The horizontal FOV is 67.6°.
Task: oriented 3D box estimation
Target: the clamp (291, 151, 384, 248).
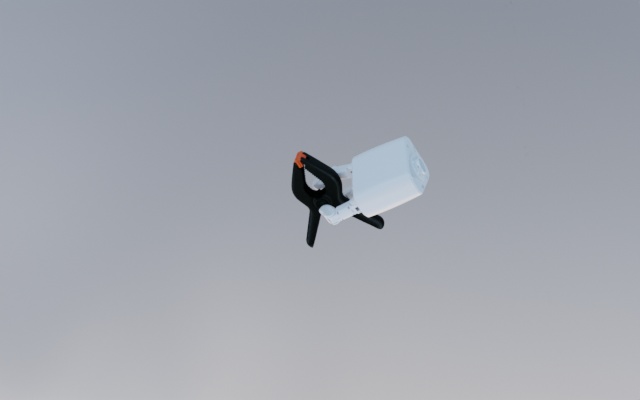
[{"bbox_3d":[0.000,0.003,0.891,0.164,0.210,0.036,-24,30,26],"label":"clamp"}]
